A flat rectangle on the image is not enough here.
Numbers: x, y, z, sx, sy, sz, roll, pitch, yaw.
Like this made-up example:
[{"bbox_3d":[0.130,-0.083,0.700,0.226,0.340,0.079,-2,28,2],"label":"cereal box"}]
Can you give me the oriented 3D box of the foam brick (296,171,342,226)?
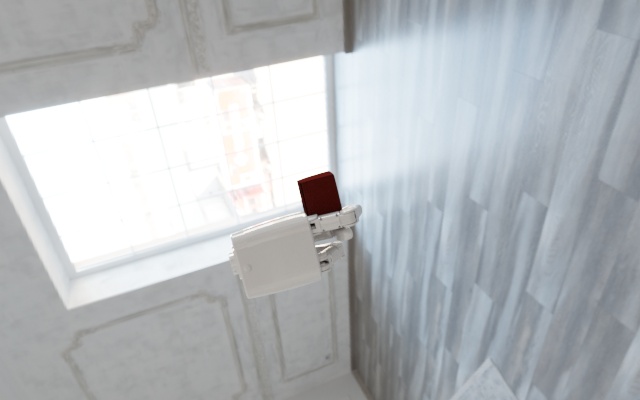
[{"bbox_3d":[0.000,0.002,0.686,0.051,0.078,0.053,-14,9,-5],"label":"foam brick"}]
